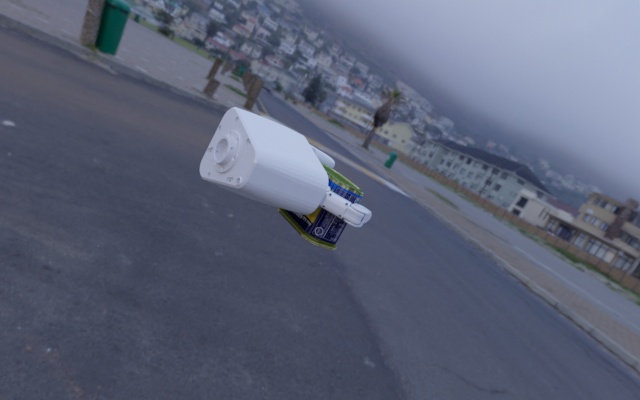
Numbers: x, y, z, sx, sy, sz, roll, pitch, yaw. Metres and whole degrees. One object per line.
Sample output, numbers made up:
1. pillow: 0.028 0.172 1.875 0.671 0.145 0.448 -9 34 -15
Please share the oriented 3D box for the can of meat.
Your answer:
1. can of meat: 0.000 0.002 0.624 0.057 0.084 0.102 21 12 -37
